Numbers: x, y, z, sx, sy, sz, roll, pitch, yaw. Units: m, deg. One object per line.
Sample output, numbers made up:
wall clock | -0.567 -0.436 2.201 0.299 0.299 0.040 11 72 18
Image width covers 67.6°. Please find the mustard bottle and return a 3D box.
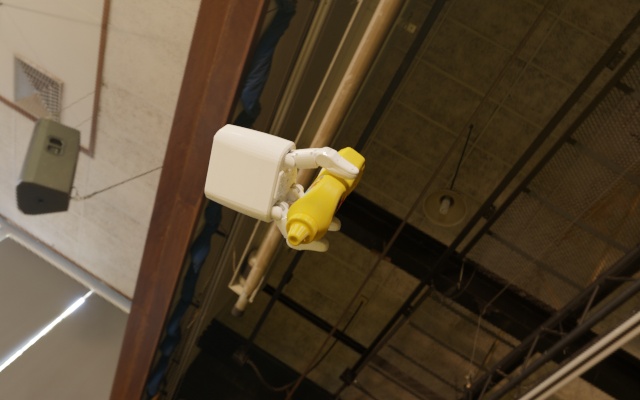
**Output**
mustard bottle | 0.000 0.002 0.662 0.058 0.096 0.191 38 37 -1
